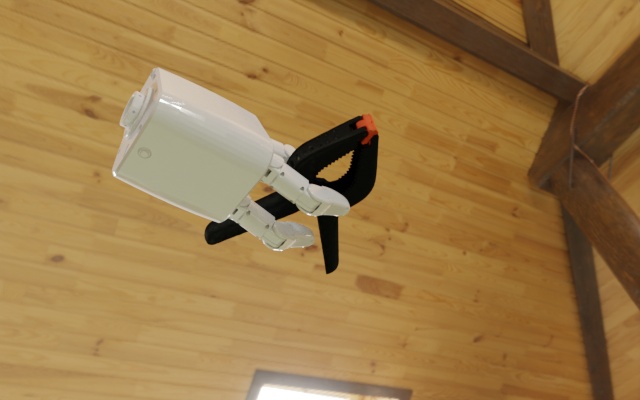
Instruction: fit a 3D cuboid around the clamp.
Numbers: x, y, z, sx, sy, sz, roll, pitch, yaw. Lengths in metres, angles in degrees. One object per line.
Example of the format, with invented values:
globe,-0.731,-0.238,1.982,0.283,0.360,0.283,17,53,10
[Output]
clamp,0.000,0.001,0.498,0.164,0.036,0.210,24,-56,-32
